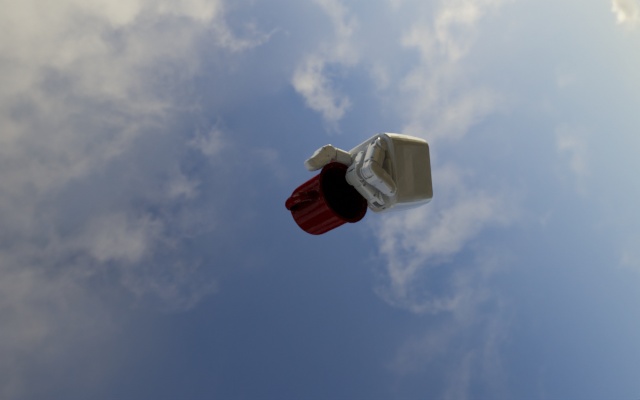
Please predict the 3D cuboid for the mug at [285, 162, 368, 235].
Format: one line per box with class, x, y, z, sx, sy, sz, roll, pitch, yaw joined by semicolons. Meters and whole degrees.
mug;-0.001;0.002;0.693;0.117;0.093;0.081;-3;-19;-44
